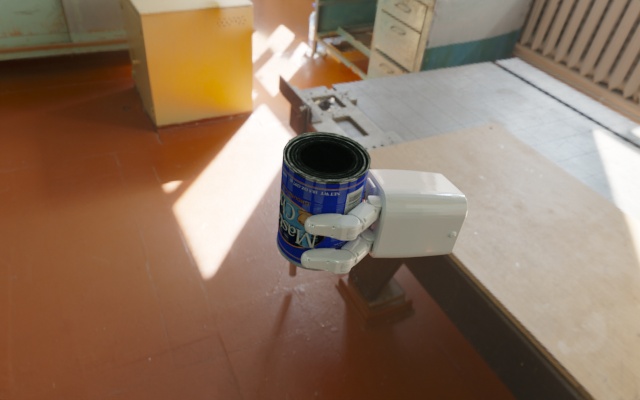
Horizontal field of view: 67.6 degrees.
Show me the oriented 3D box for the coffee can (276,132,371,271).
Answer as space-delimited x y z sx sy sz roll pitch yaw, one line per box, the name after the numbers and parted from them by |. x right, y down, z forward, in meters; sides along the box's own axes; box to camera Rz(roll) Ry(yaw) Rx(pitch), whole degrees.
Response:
0.000 0.002 0.589 0.103 0.140 0.102 5 39 -4 | coffee can
